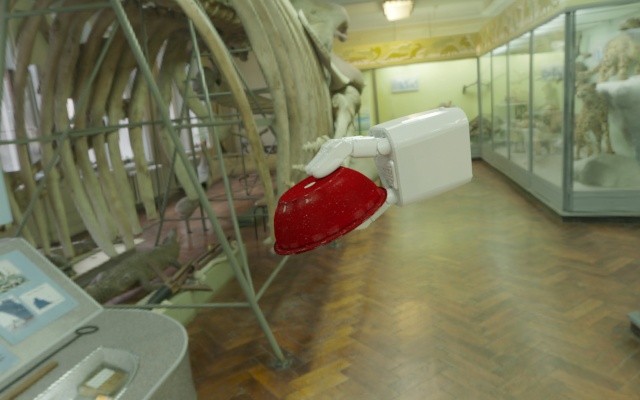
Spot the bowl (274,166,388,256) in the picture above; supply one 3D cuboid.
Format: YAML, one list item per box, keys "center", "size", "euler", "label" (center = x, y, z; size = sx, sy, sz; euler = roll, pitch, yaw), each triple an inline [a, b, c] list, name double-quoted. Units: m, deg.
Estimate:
- center: [-0.001, 0.002, 0.598]
  size: [0.162, 0.055, 0.162]
  euler: [-27, 14, 7]
  label: "bowl"
